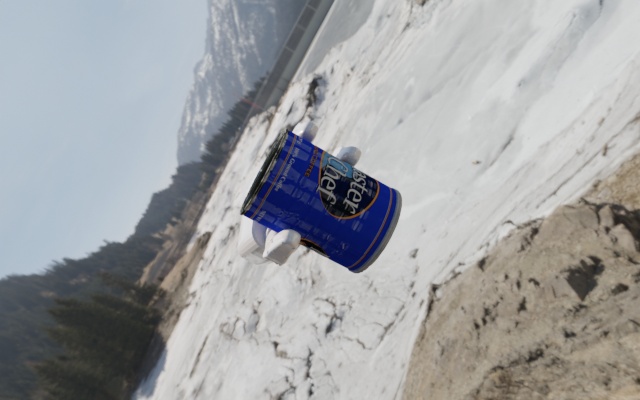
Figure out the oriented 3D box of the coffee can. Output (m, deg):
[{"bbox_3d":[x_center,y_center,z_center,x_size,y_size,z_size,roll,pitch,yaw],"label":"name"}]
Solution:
[{"bbox_3d":[0.000,0.002,0.509,0.140,0.103,0.103,28,-6,-12],"label":"coffee can"}]
